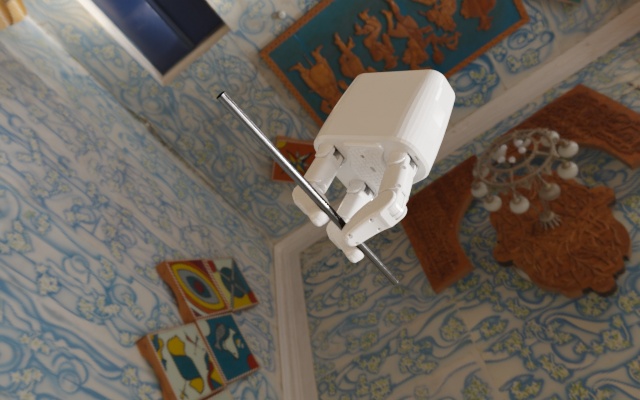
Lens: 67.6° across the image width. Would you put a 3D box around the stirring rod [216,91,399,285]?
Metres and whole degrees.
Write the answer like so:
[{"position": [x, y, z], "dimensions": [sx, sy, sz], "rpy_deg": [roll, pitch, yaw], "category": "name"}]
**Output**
[{"position": [0.000, 0.001, 0.400], "dimensions": [0.011, 0.011, 0.240], "rpy_deg": [0, -40, 51], "category": "stirring rod"}]
